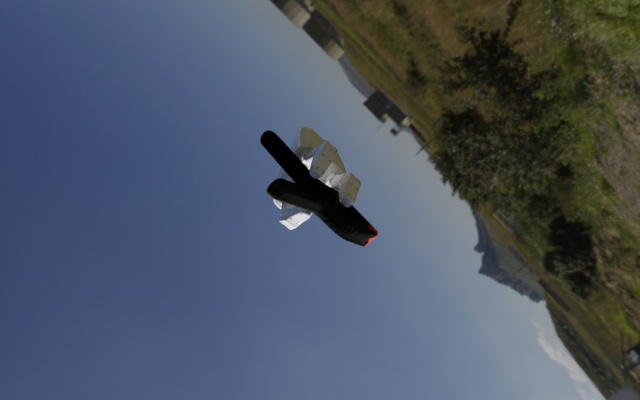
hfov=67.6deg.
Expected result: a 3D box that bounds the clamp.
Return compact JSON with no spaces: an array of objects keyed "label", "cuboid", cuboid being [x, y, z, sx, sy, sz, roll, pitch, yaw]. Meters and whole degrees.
[{"label":"clamp","cuboid":[0.000,0.003,0.635,0.210,0.036,0.164,40,17,-20]}]
